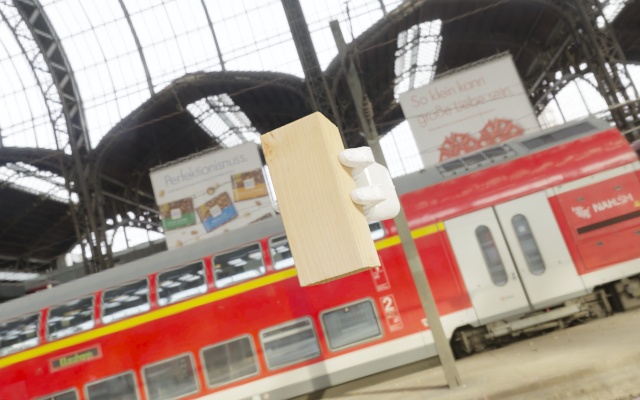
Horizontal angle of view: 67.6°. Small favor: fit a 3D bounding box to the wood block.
[{"bbox_3d":[0.000,0.002,0.641,0.091,0.206,0.090,-20,-12,16],"label":"wood block"}]
